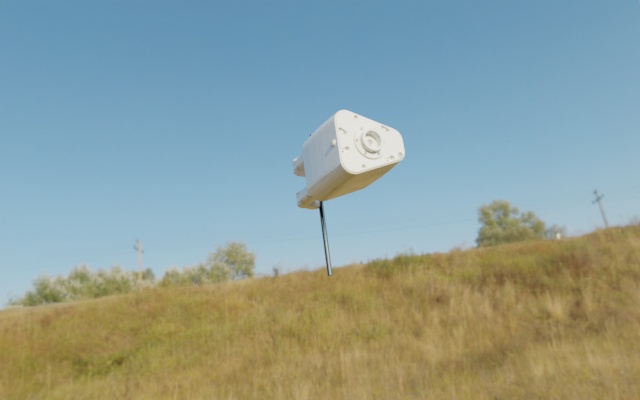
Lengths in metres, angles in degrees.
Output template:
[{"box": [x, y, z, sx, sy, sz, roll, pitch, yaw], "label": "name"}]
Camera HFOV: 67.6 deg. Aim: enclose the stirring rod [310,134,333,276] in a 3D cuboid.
[{"box": [0.000, 0.003, 0.781, 0.011, 0.239, 0.011, -7, -16, -2], "label": "stirring rod"}]
